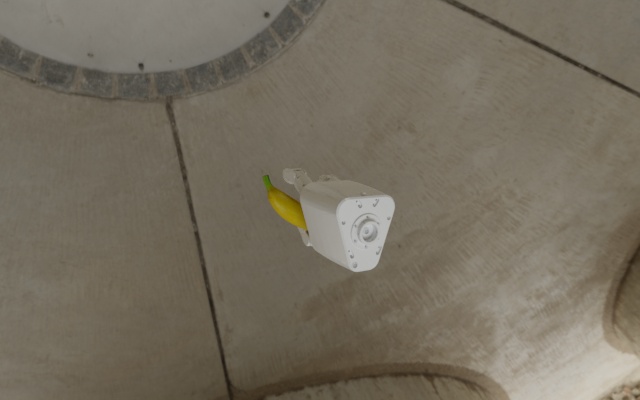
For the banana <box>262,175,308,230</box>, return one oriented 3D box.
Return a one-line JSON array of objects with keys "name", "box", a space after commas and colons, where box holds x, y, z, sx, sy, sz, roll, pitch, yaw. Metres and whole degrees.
[{"name": "banana", "box": [-0.006, 0.019, 0.775, 0.198, 0.069, 0.037, 21, -23, -25]}]
